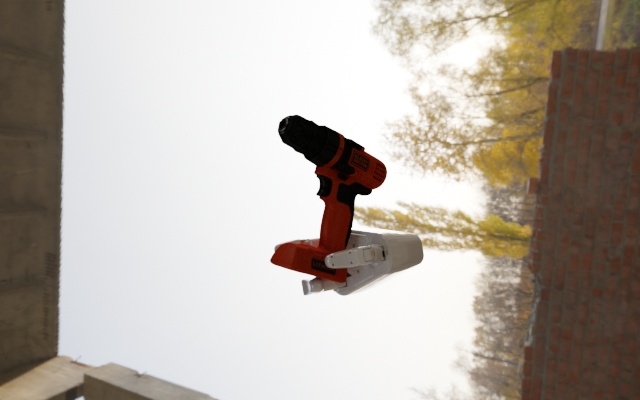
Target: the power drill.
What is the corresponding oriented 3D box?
[{"bbox_3d":[0.000,0.003,0.613,0.184,0.187,0.057,23,-9,-38],"label":"power drill"}]
